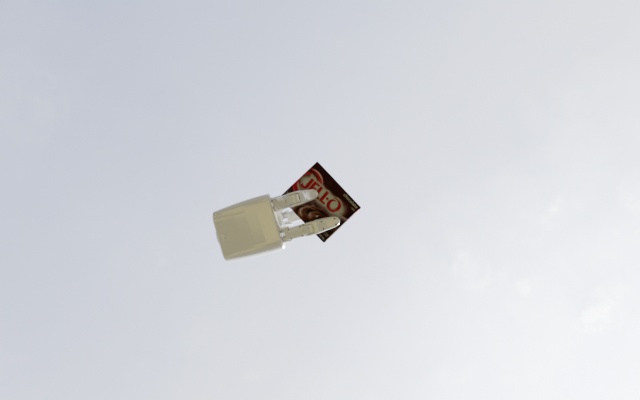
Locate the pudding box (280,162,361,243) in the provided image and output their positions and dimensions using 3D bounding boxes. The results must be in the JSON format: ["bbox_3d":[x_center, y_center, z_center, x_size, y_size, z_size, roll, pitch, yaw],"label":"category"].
[{"bbox_3d":[0.000,0.003,0.833,0.090,0.113,0.039,-44,-1,0],"label":"pudding box"}]
